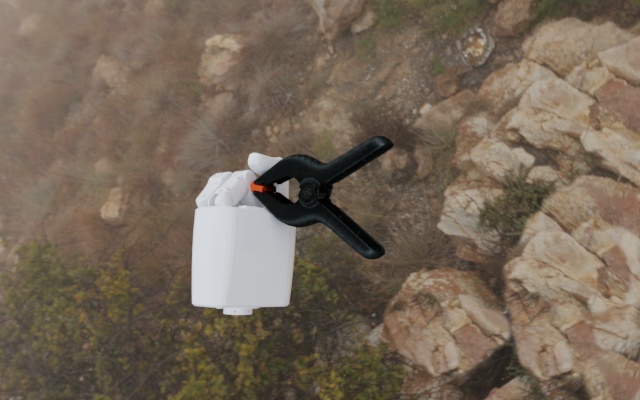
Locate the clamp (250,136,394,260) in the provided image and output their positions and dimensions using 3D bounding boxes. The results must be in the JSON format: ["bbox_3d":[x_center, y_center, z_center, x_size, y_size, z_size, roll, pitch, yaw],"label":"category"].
[{"bbox_3d":[0.000,0.002,0.503,0.171,0.120,0.039,-5,-8,35],"label":"clamp"}]
